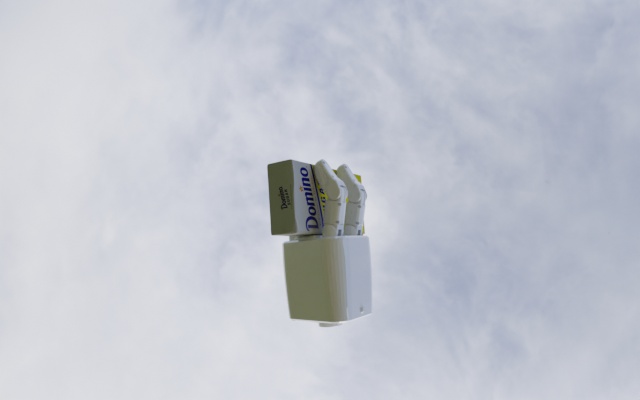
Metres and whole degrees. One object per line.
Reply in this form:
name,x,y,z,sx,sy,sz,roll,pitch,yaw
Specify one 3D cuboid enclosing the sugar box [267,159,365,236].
sugar box,0.001,0.002,0.653,0.048,0.093,0.176,-8,-8,30
